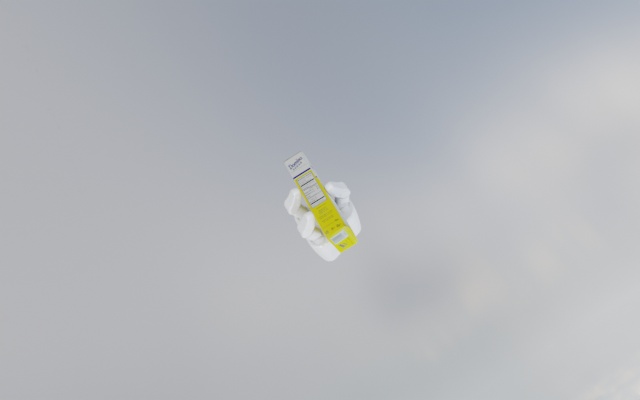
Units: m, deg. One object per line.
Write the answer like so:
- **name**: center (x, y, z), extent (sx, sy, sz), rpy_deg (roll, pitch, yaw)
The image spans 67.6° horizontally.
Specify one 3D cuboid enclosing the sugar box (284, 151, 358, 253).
- **sugar box**: center (0.000, 0.003, 0.865), extent (0.048, 0.176, 0.093), rpy_deg (-34, -27, 2)
